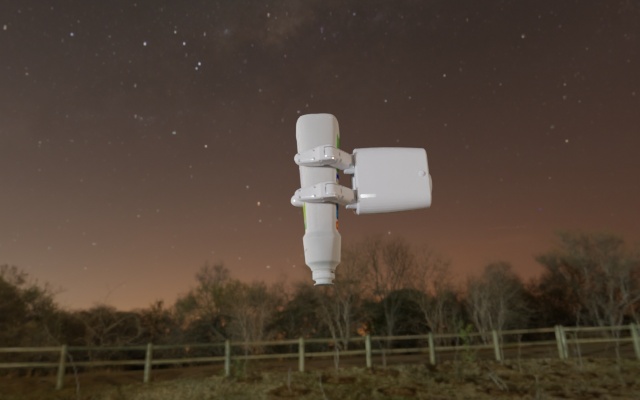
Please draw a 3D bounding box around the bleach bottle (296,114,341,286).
[{"bbox_3d":[0.000,0.002,0.717,0.068,0.250,0.103,-3,-18,1],"label":"bleach bottle"}]
